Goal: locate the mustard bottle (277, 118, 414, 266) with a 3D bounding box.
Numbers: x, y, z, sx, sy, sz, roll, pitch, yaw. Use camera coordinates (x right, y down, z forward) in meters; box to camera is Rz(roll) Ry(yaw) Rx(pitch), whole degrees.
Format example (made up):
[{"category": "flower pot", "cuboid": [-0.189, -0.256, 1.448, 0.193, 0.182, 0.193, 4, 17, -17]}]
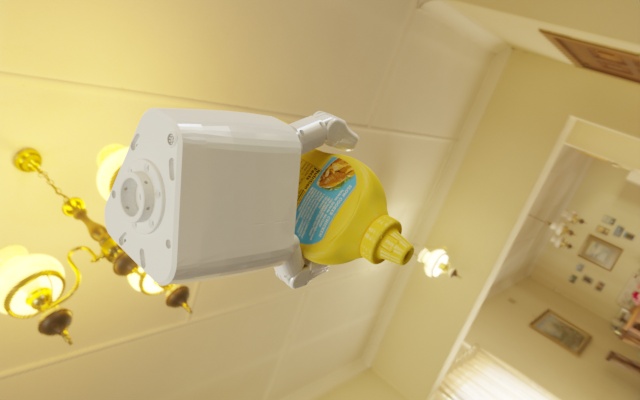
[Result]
[{"category": "mustard bottle", "cuboid": [0.000, 0.001, 0.425, 0.191, 0.096, 0.058, 32, -2, 33]}]
